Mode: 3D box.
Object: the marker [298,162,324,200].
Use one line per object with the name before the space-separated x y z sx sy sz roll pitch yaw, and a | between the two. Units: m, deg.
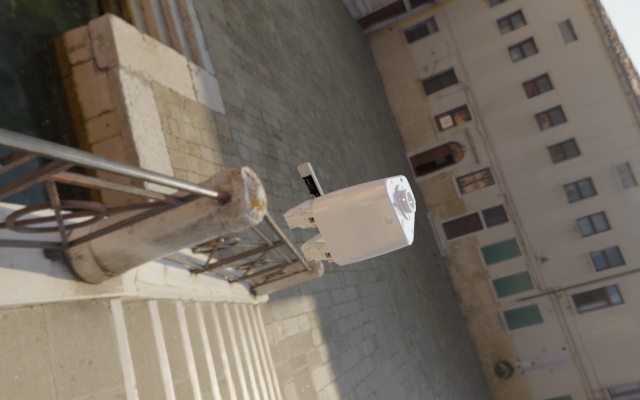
marker | 0.000 0.002 0.695 0.020 0.121 0.020 -23 14 6
